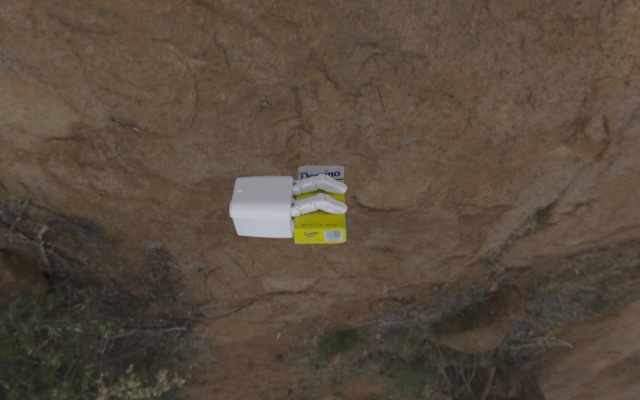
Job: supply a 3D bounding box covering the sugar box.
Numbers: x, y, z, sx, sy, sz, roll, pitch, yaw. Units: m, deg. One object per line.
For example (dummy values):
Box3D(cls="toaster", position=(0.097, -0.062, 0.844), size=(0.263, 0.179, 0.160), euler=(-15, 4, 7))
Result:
Box3D(cls="sugar box", position=(0.000, 0.003, 0.899), size=(0.093, 0.176, 0.048), euler=(0, -45, 1))
